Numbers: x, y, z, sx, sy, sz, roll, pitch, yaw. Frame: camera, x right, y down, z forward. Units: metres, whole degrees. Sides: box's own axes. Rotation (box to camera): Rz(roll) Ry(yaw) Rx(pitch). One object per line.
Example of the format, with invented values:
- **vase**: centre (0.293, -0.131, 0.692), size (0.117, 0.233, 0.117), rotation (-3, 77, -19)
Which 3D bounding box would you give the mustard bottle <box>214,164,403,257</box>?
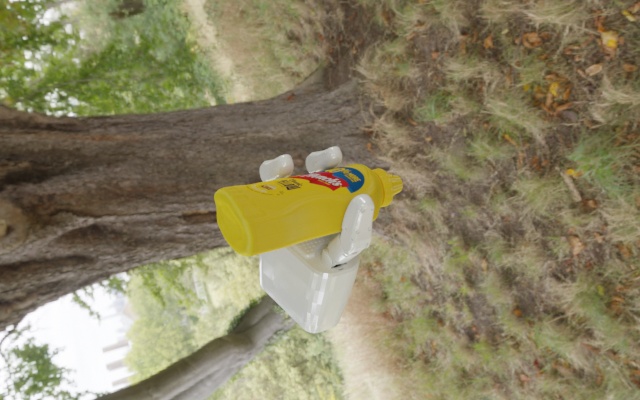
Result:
- **mustard bottle**: centre (0.000, 0.001, 0.473), size (0.191, 0.058, 0.096), rotation (-12, 20, -26)
